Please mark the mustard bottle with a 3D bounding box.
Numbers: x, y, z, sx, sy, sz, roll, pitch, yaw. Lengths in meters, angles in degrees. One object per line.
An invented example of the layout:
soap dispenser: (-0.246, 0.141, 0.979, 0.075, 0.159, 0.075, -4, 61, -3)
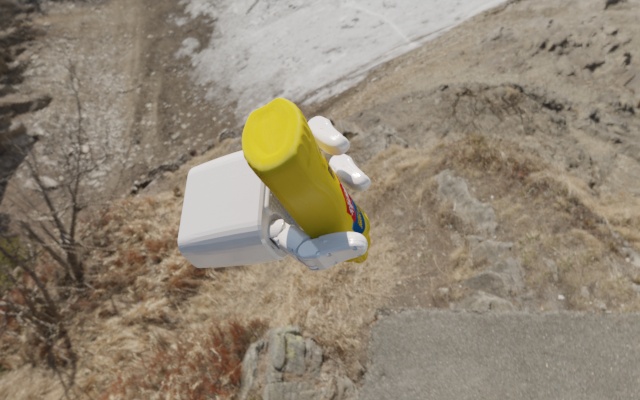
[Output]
mustard bottle: (0.000, 0.001, 0.450, 0.058, 0.192, 0.096, -28, 41, 8)
